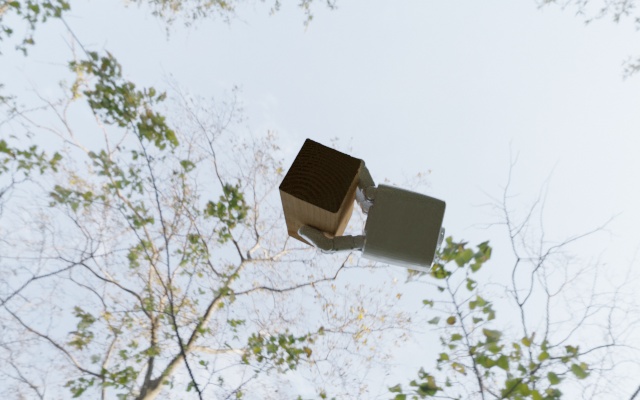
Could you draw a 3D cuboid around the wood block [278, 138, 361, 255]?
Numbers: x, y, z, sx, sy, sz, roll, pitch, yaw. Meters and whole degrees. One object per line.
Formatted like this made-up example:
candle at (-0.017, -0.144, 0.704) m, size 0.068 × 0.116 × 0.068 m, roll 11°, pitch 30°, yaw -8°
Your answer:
wood block at (0.000, 0.003, 0.748) m, size 0.090 × 0.090 × 0.206 m, roll 23°, pitch -20°, yaw 9°
